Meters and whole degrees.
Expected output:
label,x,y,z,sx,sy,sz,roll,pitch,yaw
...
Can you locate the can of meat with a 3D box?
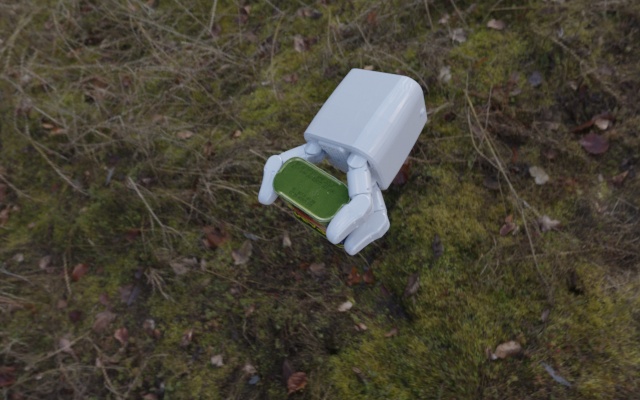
label,x,y,z,sx,sy,sz,roll,pitch,yaw
can of meat,0.000,0.002,0.562,0.102,0.057,0.084,32,-10,27
